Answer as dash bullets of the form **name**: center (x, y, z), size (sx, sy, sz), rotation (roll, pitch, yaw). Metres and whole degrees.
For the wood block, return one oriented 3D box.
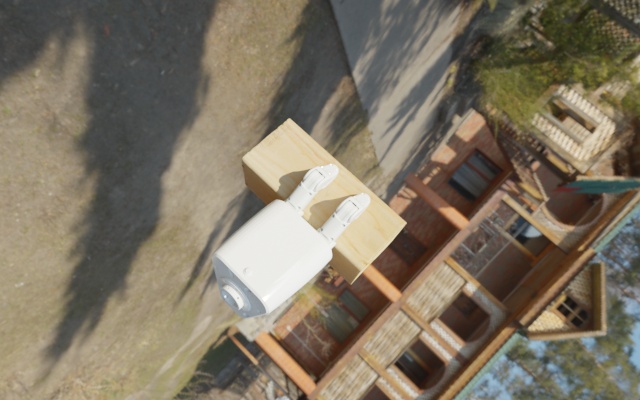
- **wood block**: center (0.000, 0.003, 0.639), size (0.090, 0.206, 0.091), rotation (-43, -11, -18)
